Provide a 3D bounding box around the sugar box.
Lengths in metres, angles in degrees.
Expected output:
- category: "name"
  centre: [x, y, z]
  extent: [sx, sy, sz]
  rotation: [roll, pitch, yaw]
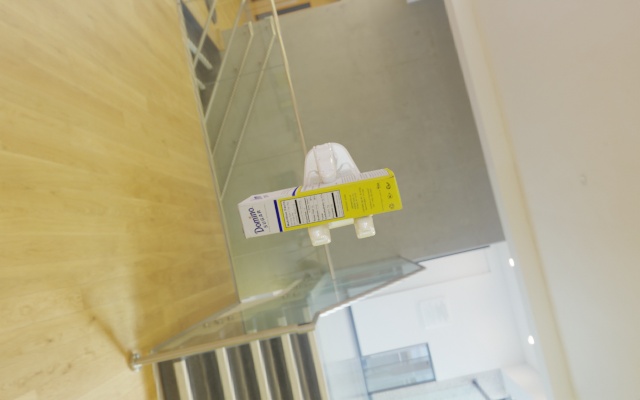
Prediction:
- category: "sugar box"
  centre: [0.000, 0.002, 0.558]
  extent: [0.176, 0.048, 0.093]
  rotation: [-13, 7, 4]
